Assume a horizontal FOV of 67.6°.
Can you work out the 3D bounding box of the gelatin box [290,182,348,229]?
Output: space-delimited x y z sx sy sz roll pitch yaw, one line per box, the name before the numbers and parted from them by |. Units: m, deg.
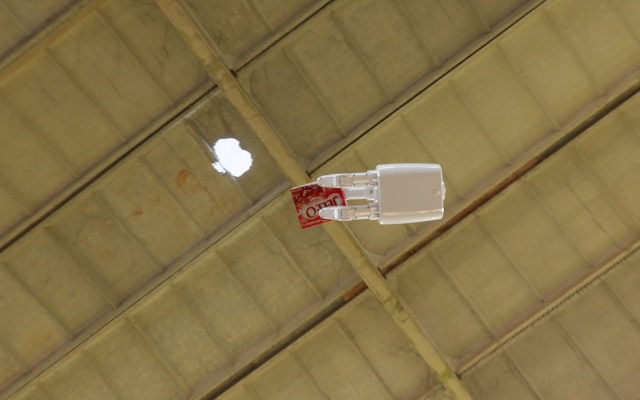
gelatin box | 0.000 0.003 0.835 0.089 0.073 0.030 -16 4 9
